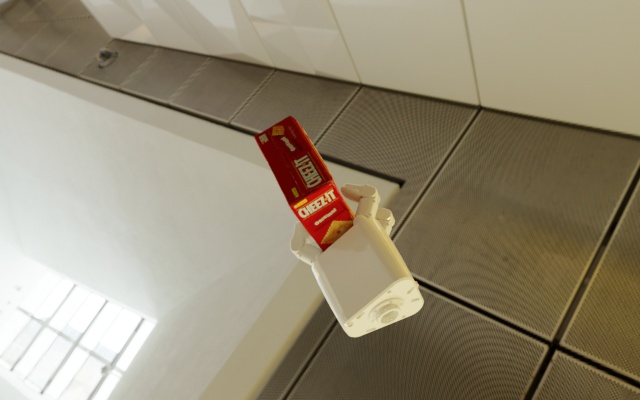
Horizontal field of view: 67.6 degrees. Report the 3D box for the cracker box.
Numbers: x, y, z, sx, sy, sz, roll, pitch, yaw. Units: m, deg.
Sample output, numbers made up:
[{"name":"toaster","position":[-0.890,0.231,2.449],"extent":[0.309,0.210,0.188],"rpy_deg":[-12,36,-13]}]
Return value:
[{"name":"cracker box","position":[0.000,0.003,0.706],"extent":[0.072,0.164,0.214],"rpy_deg":[-31,-44,1]}]
